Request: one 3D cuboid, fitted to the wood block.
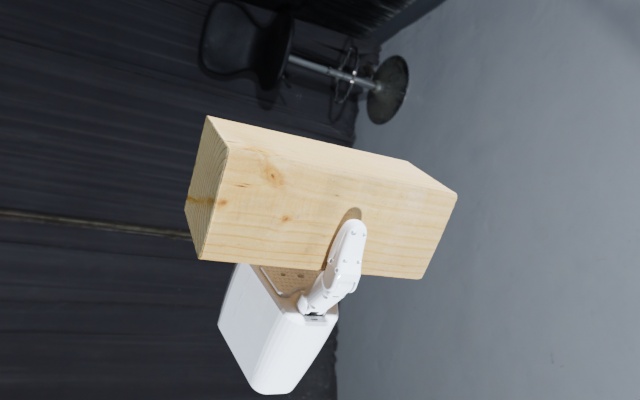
[{"bbox_3d":[0.000,0.002,0.415,0.206,0.090,0.090,9,21,-27],"label":"wood block"}]
